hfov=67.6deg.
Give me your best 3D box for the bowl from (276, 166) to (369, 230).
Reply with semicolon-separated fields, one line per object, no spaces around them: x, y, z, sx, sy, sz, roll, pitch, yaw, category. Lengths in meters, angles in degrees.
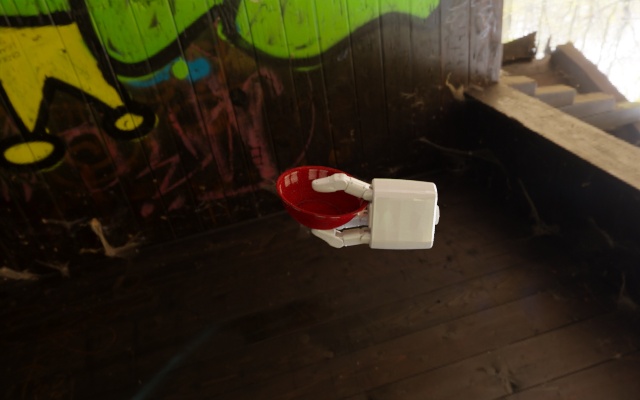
-0.001;0.003;0.826;0.162;0.055;0.162;8;33;-5;bowl
